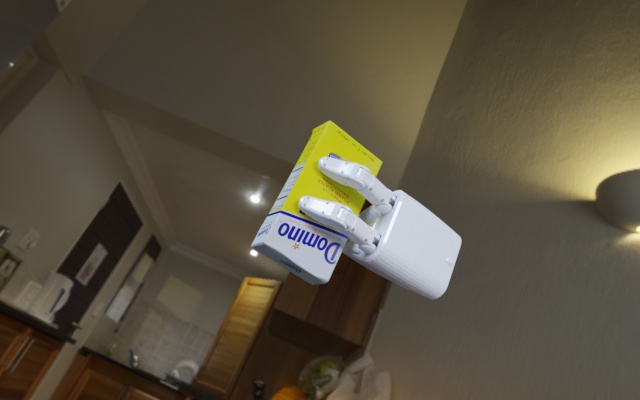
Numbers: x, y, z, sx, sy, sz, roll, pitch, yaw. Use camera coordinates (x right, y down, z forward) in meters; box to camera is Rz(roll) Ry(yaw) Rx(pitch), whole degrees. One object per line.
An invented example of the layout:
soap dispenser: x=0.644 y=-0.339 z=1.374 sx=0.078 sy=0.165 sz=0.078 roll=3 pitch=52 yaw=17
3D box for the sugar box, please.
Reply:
sugar box: x=0.001 y=0.002 z=0.572 sx=0.093 sy=0.176 sz=0.048 roll=35 pitch=-27 yaw=-20
